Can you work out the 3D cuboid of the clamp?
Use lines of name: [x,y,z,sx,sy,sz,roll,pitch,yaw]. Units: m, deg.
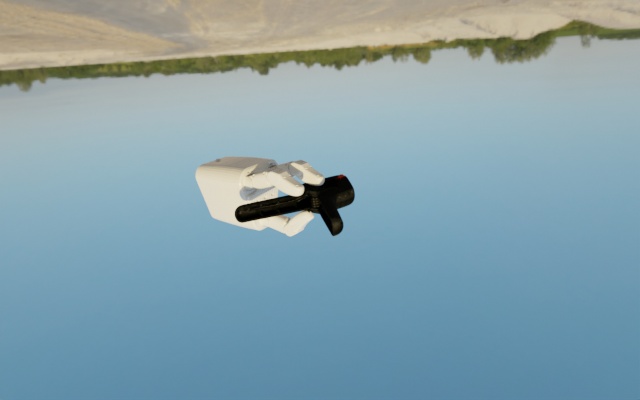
clamp: [0.000,0.003,0.712,0.164,0.036,0.210,10,22,32]
